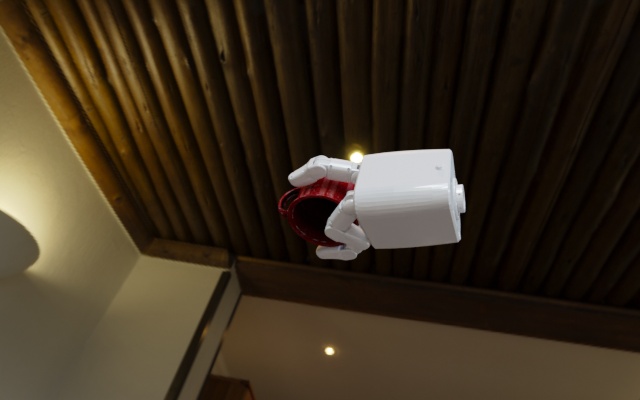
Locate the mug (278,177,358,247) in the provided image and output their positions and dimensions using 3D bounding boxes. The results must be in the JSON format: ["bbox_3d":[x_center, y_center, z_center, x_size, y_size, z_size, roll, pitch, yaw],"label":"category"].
[{"bbox_3d":[-0.001,0.002,0.645,0.117,0.093,0.081,-3,40,21],"label":"mug"}]
